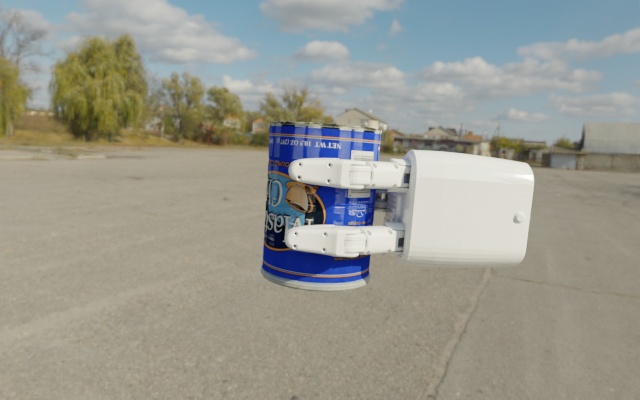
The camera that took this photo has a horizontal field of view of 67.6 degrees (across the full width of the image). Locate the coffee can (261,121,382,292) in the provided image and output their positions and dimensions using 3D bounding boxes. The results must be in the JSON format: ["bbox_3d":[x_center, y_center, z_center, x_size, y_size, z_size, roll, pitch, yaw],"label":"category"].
[{"bbox_3d":[0.000,0.002,0.443,0.103,0.140,0.103,4,7,0],"label":"coffee can"}]
